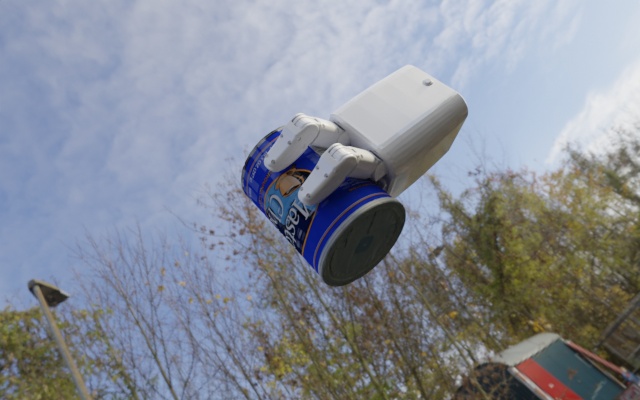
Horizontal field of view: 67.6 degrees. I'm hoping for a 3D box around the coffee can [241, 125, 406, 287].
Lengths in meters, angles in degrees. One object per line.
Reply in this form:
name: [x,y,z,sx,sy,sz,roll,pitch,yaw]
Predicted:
coffee can: [0.000,0.002,0.480,0.103,0.103,0.140,0,36,-48]
